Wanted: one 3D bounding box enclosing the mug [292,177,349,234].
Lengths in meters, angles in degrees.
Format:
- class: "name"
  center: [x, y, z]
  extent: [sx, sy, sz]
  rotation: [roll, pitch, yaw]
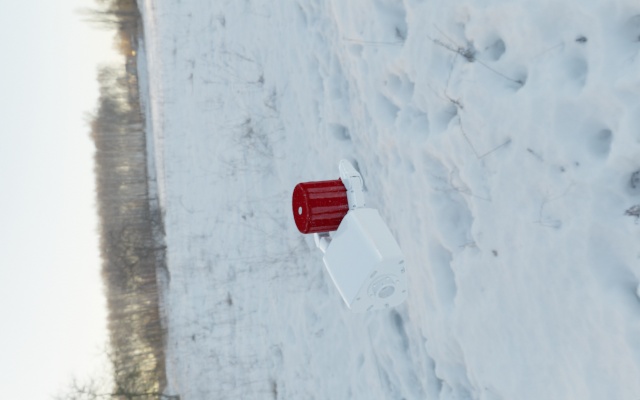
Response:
- class: "mug"
  center: [-0.001, 0.002, 0.767]
  extent: [0.081, 0.093, 0.117]
  rotation: [-5, 37, -21]
